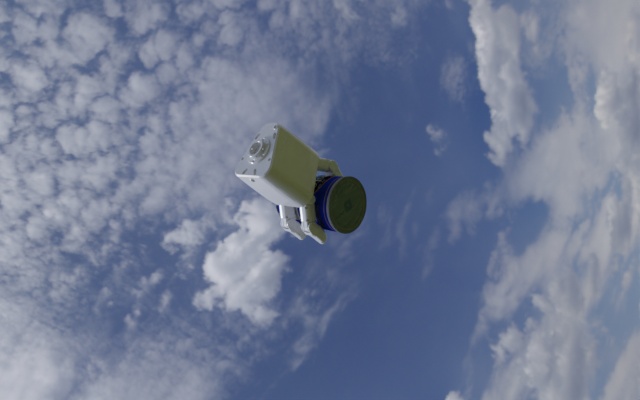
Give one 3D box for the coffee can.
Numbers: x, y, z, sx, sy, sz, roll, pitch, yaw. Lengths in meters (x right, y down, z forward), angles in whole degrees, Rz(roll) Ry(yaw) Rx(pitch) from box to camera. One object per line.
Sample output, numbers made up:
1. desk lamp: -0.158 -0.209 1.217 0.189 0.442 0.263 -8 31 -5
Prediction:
1. coffee can: 0.000 0.003 0.891 0.140 0.103 0.103 6 4 44
